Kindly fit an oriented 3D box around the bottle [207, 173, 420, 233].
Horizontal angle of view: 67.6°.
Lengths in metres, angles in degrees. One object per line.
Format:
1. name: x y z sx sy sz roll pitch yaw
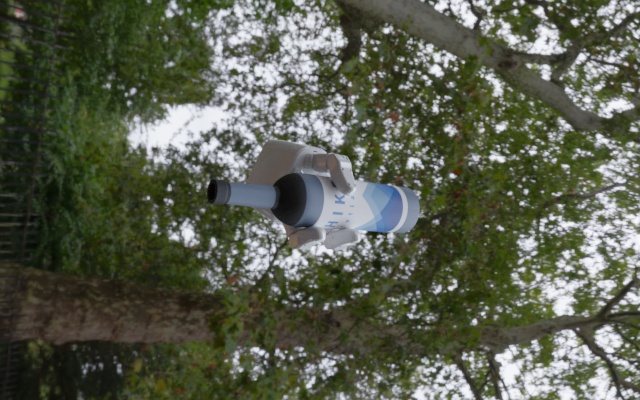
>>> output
1. bottle: 0.000 0.002 0.607 0.296 0.069 0.069 6 -3 -35
